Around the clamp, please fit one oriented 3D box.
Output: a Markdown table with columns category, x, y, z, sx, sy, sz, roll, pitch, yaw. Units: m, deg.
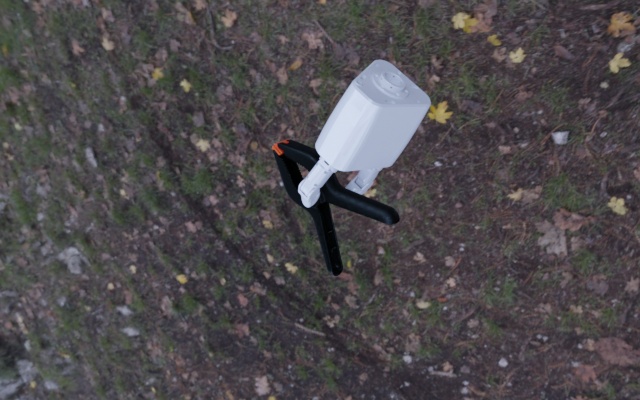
| category | x | y | z | sx | sy | sz | roll | pitch | yaw |
| --- | --- | --- | --- | --- | --- | --- | --- | --- | --- |
| clamp | -0.001 | 0.002 | 0.687 | 0.036 | 0.210 | 0.165 | -27 | -23 | -45 |
